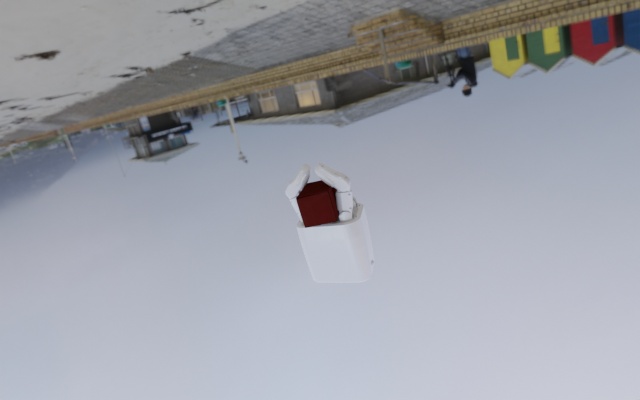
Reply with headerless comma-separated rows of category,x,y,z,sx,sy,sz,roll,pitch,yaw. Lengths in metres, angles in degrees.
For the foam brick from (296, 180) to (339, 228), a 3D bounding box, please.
foam brick,0.000,0.002,0.746,0.053,0.051,0.078,-11,16,14
